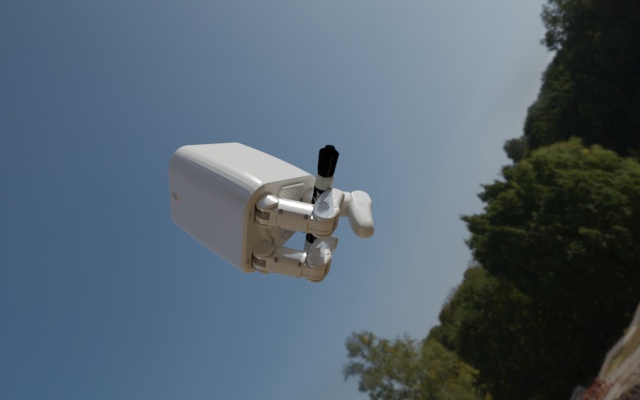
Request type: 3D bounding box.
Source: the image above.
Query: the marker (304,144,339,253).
[{"bbox_3d":[0.000,0.002,0.463,0.020,0.121,0.020,7,33,-4],"label":"marker"}]
